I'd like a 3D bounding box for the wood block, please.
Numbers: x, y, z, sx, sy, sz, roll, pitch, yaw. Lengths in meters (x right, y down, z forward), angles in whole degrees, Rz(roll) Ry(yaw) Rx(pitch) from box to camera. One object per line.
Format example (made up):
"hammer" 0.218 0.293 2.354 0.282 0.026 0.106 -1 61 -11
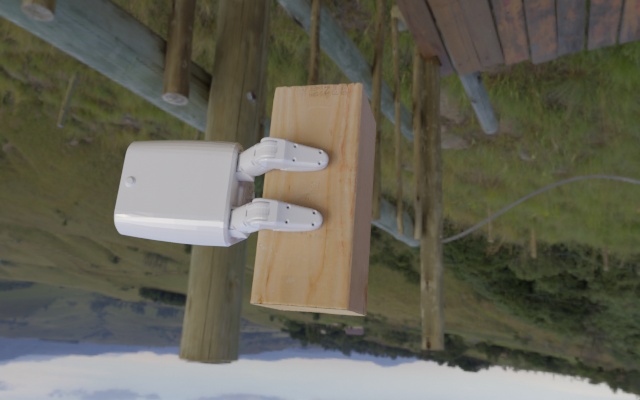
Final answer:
"wood block" 0.000 0.002 0.464 0.090 0.206 0.091 1 -16 15
